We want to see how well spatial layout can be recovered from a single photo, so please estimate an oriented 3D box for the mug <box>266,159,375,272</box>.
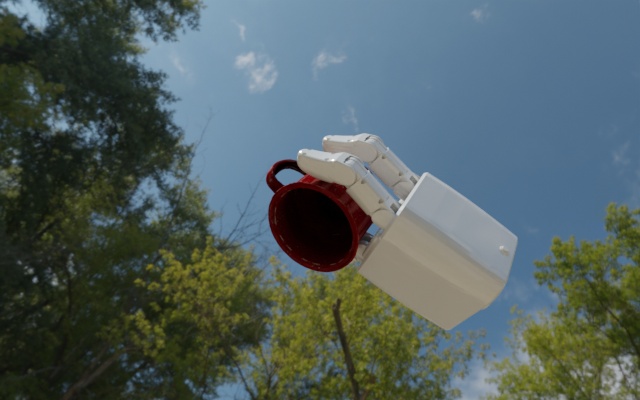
[{"bbox_3d":[-0.001,0.001,0.465,0.117,0.093,0.081,37,39,7],"label":"mug"}]
